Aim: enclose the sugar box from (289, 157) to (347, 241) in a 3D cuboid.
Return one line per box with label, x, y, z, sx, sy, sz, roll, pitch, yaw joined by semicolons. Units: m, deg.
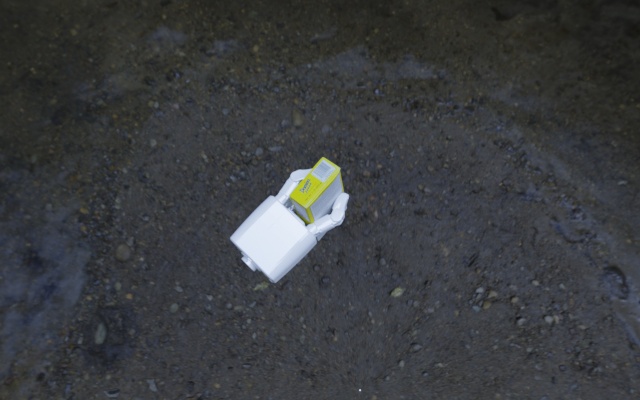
sugar box;0.000;0.003;0.869;0.048;0.093;0.176;37;-15;17
